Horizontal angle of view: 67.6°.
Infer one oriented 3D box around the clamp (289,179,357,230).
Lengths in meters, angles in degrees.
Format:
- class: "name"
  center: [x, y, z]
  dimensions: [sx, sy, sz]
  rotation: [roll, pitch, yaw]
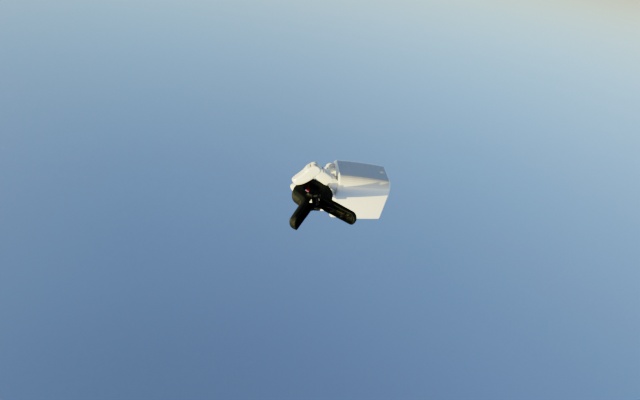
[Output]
- class: "clamp"
  center: [0.000, 0.003, 0.899]
  dimensions: [0.120, 0.039, 0.171]
  rotation: [5, 31, -8]
